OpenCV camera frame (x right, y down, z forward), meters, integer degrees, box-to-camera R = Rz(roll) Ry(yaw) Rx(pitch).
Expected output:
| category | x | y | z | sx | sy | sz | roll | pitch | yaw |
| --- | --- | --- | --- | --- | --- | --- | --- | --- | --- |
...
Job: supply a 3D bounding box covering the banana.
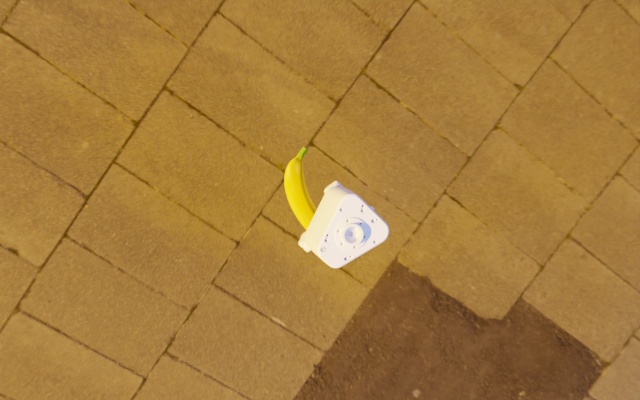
| category | x | y | z | sx | sy | sz | roll | pitch | yaw |
| --- | --- | --- | --- | --- | --- | --- | --- | --- | --- |
| banana | -0.018 | 0.007 | 0.858 | 0.069 | 0.198 | 0.037 | -23 | 8 | -10 |
